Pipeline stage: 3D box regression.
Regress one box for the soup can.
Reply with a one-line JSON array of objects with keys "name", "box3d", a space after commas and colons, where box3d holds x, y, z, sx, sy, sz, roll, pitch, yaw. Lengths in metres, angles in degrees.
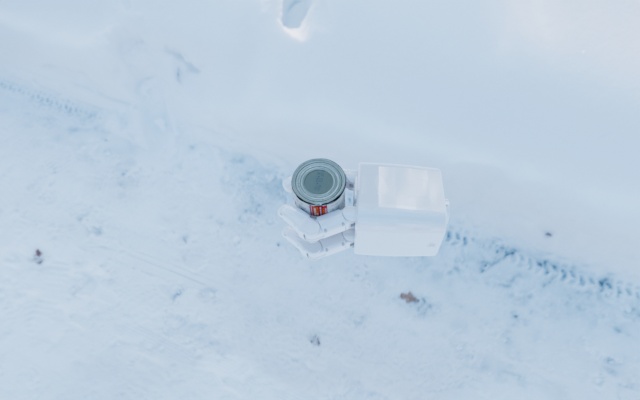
[{"name": "soup can", "box3d": [0.000, 0.002, 0.607, 0.068, 0.068, 0.102, 0, -30, 3]}]
